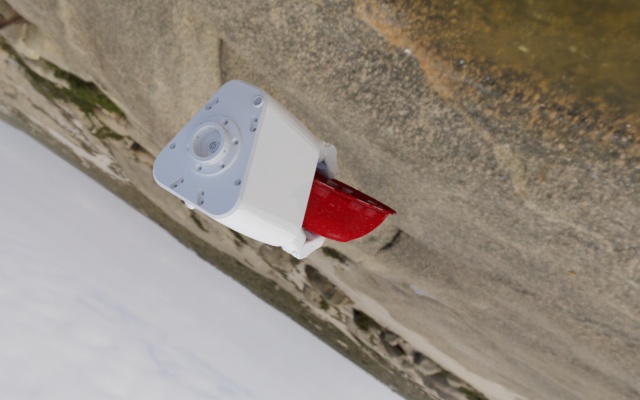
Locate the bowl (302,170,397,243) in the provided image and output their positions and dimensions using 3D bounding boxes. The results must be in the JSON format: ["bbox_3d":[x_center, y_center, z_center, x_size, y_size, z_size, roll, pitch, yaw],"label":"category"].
[{"bbox_3d":[0.001,0.002,0.531,0.162,0.055,0.162,25,6,-3],"label":"bowl"}]
